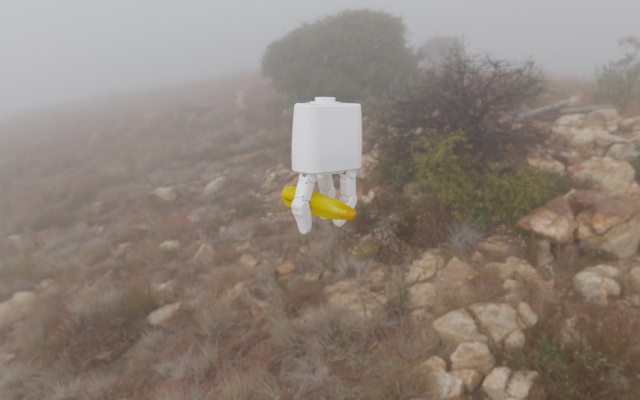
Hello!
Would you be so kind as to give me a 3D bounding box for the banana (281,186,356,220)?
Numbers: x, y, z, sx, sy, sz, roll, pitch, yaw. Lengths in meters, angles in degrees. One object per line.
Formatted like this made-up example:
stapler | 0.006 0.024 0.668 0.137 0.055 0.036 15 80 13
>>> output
banana | -0.018 0.001 0.805 0.069 0.037 0.197 5 6 -29
